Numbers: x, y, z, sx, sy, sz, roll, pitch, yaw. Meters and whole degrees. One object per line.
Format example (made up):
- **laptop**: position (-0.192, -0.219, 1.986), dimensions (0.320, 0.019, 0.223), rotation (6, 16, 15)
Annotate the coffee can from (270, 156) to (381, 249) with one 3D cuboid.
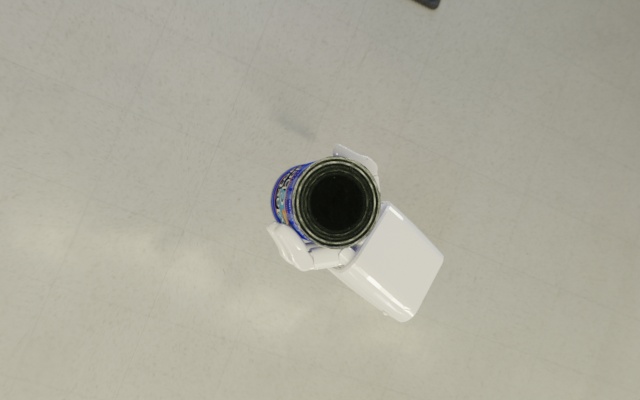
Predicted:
- **coffee can**: position (0.000, 0.002, 0.586), dimensions (0.103, 0.103, 0.140), rotation (0, 1, -15)
